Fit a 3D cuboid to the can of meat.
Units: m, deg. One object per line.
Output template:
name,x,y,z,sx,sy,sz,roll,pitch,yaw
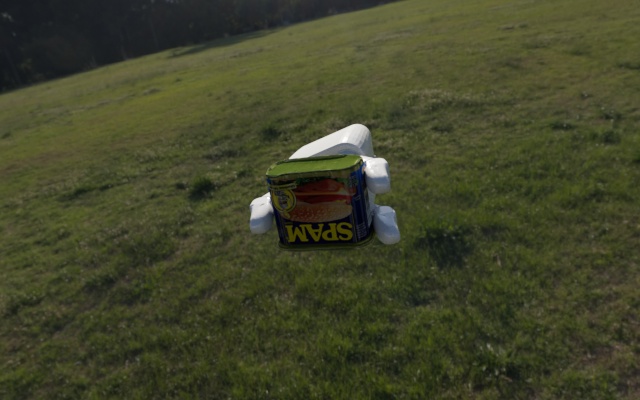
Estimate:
can of meat,0.000,0.001,0.486,0.102,0.084,0.057,-4,22,17
